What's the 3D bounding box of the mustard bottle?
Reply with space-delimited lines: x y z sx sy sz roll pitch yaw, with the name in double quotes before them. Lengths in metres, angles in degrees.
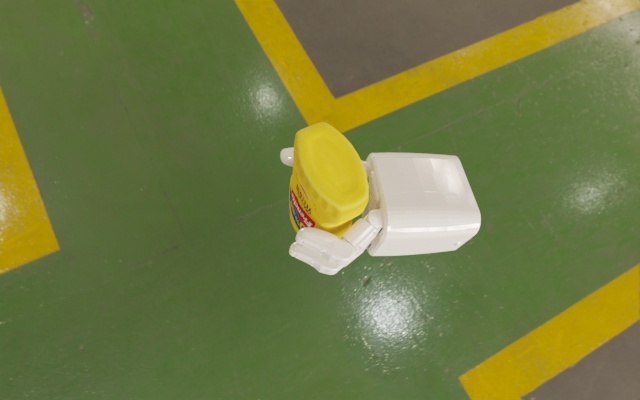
"mustard bottle" 0.000 0.002 0.529 0.058 0.096 0.192 -25 -17 -16
